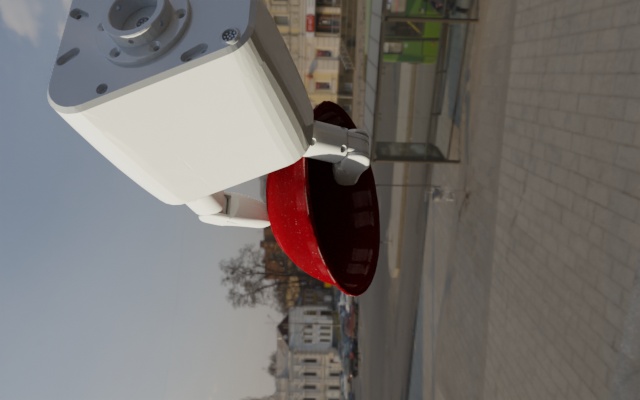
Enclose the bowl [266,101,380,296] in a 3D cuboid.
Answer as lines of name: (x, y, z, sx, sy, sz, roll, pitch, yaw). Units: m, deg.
bowl: (0.000, 0.002, 0.407, 0.055, 0.162, 0.162, -10, -4, 24)
